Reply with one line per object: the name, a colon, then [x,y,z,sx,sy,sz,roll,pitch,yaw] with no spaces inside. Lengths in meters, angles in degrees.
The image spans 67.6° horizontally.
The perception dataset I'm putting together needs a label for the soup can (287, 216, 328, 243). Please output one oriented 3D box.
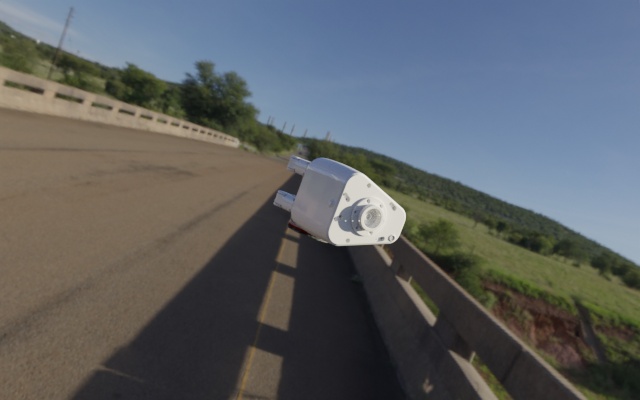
soup can: [0.000,0.002,0.702,0.068,0.102,0.068,21,3,-1]
